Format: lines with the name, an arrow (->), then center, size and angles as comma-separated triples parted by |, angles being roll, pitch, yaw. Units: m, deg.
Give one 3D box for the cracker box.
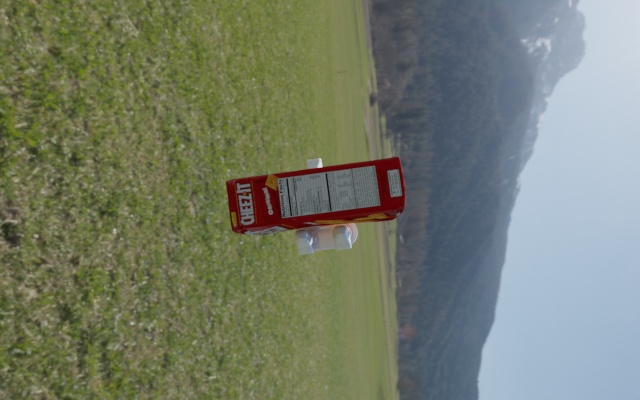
cracker box -> 0.000, 0.002, 0.644 | 0.214, 0.072, 0.164 | -8, -6, 4
